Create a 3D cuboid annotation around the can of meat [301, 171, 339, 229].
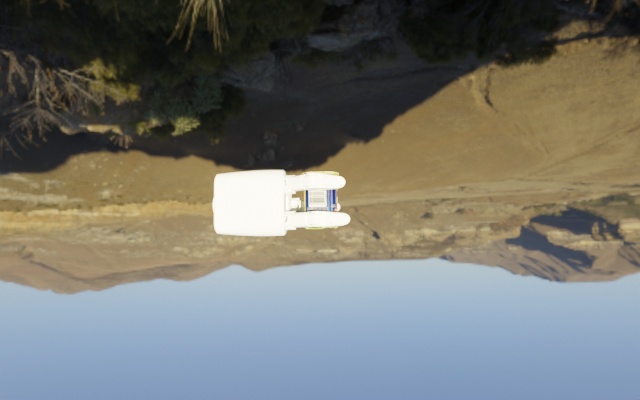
[{"bbox_3d":[0.000,0.003,0.756,0.057,0.084,0.102,-1,-5,0],"label":"can of meat"}]
